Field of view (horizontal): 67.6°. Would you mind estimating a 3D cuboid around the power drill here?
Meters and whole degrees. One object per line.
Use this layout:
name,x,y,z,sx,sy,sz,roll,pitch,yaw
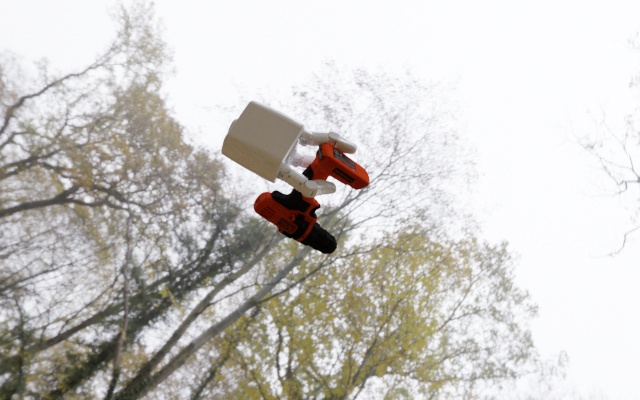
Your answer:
power drill,0.000,0.002,0.860,0.184,0.188,0.057,33,25,-24
